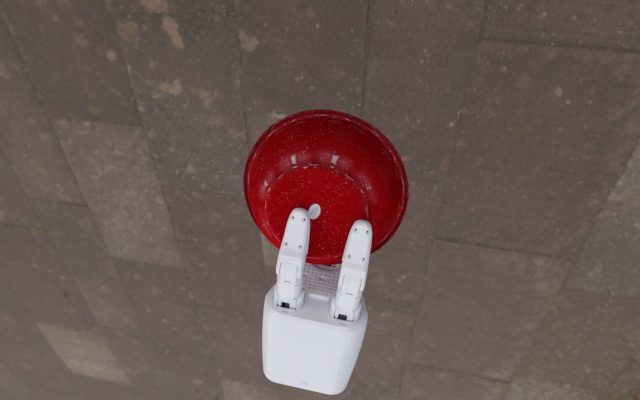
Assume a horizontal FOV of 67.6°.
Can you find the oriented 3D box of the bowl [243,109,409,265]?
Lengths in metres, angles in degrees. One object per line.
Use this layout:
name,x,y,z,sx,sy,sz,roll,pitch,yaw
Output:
bowl,0.000,0.000,0.439,0.162,0.162,0.055,0,23,9
